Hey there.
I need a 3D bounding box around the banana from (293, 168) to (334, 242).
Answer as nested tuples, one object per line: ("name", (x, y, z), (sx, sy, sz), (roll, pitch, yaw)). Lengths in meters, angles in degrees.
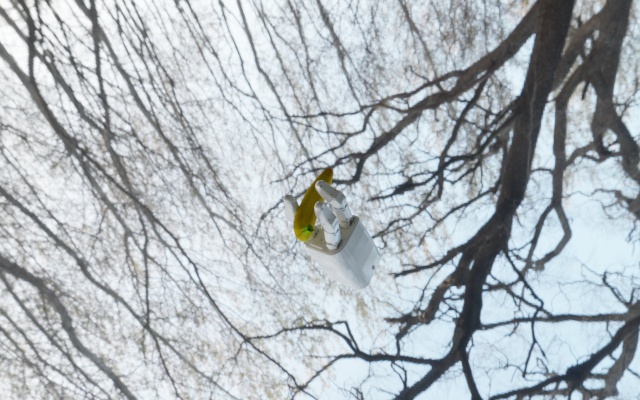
("banana", (-0.013, 0.014, 0.853), (0.070, 0.037, 0.197), (-36, 21, 30))
